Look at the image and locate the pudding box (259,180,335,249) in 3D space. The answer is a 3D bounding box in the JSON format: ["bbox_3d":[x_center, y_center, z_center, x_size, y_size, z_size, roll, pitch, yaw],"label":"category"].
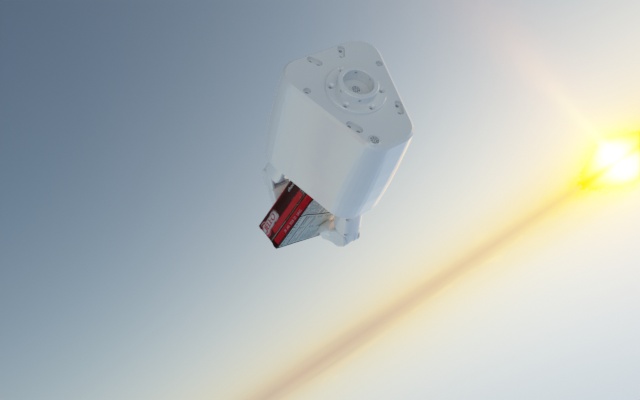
[{"bbox_3d":[0.000,0.002,0.516,0.113,0.039,0.090,-10,-34,-49],"label":"pudding box"}]
